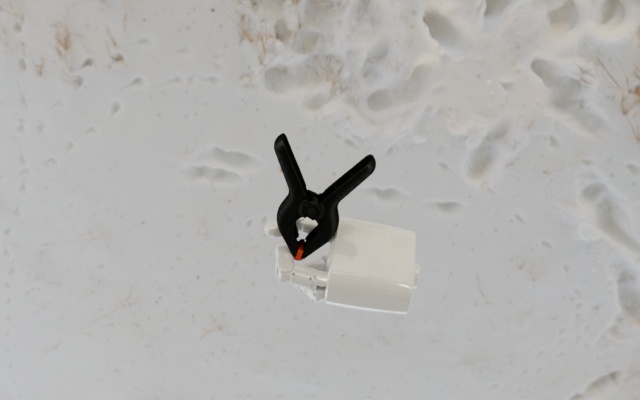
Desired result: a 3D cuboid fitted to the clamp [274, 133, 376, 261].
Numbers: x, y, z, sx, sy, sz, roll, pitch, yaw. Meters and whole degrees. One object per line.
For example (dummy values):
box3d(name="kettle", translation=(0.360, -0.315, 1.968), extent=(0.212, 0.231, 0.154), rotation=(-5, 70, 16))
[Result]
box3d(name="clamp", translation=(0.000, 0.002, 0.590), extent=(0.120, 0.172, 0.039), rotation=(9, 34, 5))
